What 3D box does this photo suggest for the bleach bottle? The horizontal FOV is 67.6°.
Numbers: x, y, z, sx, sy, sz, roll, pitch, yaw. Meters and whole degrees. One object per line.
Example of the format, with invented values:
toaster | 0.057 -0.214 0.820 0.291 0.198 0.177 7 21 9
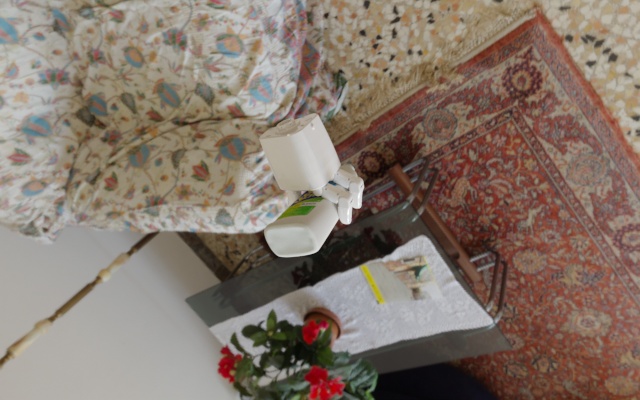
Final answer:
bleach bottle | 0.000 0.003 0.883 0.102 0.068 0.250 -9 27 31
